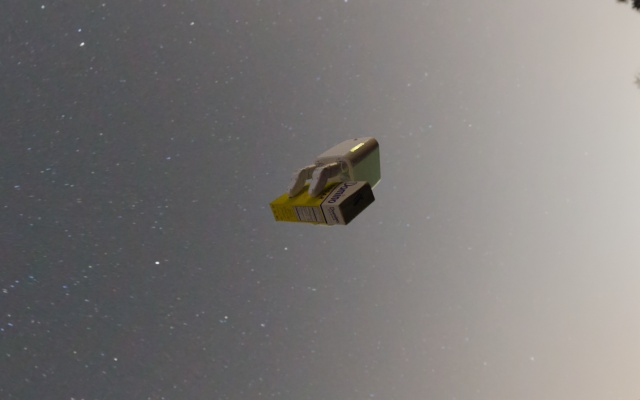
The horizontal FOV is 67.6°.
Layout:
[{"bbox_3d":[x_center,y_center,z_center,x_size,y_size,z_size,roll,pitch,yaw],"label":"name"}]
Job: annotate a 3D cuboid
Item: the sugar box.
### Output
[{"bbox_3d":[0.000,0.002,0.861,0.176,0.048,0.093,-3,26,44],"label":"sugar box"}]
